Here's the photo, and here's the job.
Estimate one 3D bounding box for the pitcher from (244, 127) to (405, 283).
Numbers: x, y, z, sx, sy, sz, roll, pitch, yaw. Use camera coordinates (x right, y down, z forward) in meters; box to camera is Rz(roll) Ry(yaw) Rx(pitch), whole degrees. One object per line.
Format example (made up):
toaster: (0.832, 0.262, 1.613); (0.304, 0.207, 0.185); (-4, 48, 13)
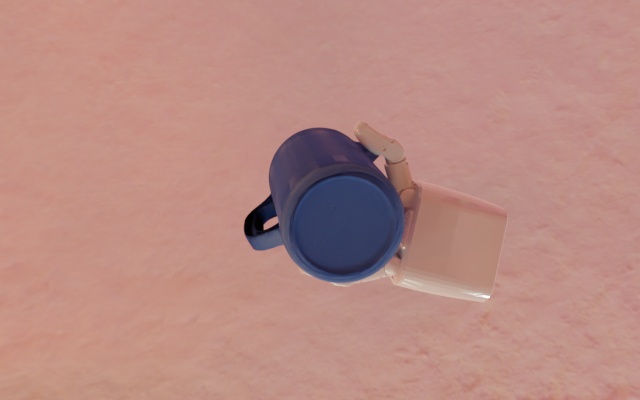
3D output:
pitcher: (0.000, 0.002, 0.515); (0.145, 0.149, 0.242); (16, 11, -8)
